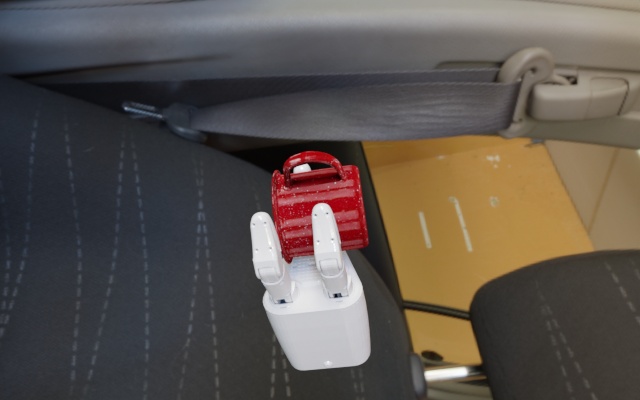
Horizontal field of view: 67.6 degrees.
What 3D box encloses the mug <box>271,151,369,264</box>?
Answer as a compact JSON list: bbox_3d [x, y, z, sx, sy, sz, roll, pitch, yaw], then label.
[{"bbox_3d":[0.000,0.000,0.460,0.081,0.117,0.093,-8,39,5],"label":"mug"}]
